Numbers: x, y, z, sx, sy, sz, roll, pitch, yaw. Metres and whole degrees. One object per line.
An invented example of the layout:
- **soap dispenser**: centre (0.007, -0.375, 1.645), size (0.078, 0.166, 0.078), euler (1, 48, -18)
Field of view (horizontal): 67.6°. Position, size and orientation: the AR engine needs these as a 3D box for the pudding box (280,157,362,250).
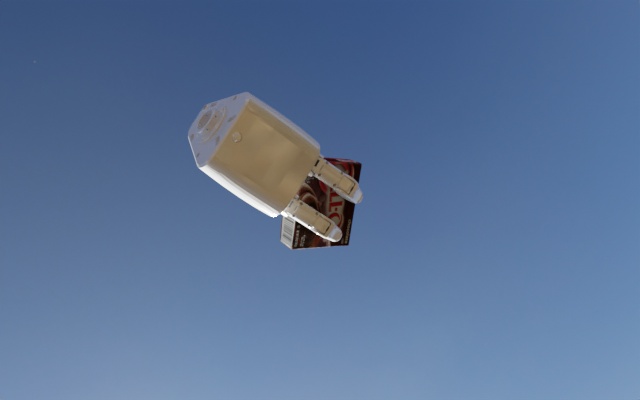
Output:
- **pudding box**: centre (0.000, 0.002, 0.601), size (0.090, 0.113, 0.039), euler (0, 16, -35)
